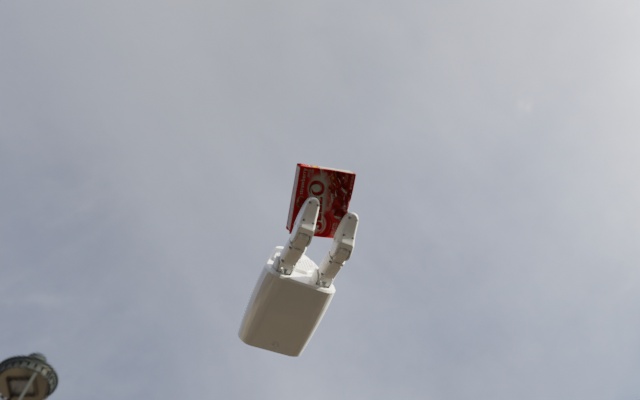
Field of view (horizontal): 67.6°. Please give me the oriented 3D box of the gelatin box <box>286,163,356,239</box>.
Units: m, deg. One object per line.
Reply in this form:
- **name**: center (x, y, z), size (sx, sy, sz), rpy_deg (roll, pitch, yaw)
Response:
- **gelatin box**: center (0.000, 0.002, 0.607), size (0.073, 0.089, 0.030), rpy_deg (8, 9, -15)
